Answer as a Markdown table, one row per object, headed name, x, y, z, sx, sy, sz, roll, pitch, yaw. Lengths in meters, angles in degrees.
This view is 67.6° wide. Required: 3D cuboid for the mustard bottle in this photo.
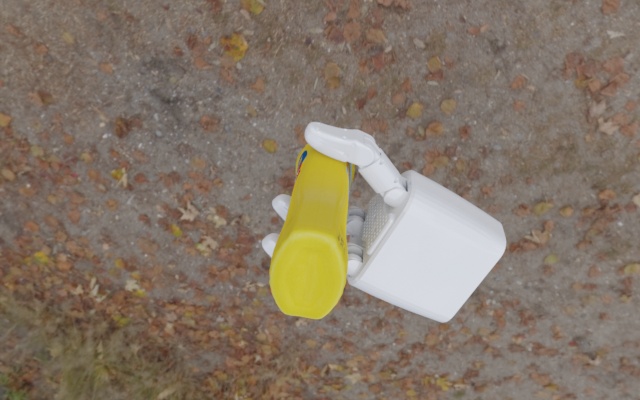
| name | x | y | z | sx | sy | sz | roll | pitch | yaw |
| --- | --- | --- | --- | --- | --- | --- | --- | --- | --- |
| mustard bottle | 0.000 | 0.001 | 0.424 | 0.058 | 0.096 | 0.191 | 8 | 39 | 2 |
